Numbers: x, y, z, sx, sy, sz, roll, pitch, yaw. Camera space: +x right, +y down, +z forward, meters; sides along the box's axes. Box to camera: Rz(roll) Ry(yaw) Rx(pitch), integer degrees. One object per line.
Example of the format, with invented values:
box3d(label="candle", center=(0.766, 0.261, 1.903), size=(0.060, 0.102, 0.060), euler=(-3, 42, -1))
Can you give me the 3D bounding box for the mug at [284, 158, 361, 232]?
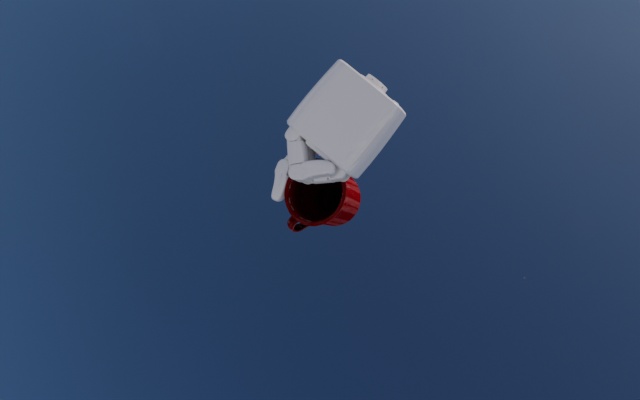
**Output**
box3d(label="mug", center=(-0.001, 0.003, 0.686), size=(0.093, 0.117, 0.081), euler=(46, 12, 22))
